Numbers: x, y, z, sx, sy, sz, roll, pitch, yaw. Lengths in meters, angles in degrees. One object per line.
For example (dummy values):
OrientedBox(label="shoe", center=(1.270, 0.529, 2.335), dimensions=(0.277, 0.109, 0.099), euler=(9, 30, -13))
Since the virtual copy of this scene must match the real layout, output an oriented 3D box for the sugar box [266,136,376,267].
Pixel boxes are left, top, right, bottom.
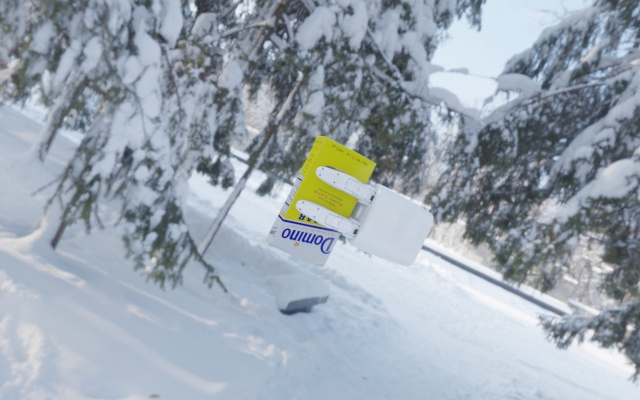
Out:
OrientedBox(label="sugar box", center=(0.000, 0.002, 0.708), dimensions=(0.093, 0.176, 0.048), euler=(25, 1, -19))
